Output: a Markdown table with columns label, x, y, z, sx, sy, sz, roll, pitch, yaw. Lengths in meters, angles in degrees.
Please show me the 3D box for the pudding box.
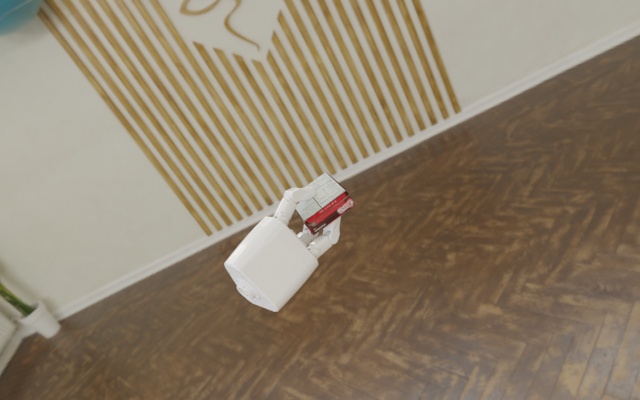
| label | x | y | z | sx | sy | sz | roll | pitch | yaw |
| --- | --- | --- | --- | --- | --- | --- | --- | --- | --- |
| pudding box | 0.000 | 0.003 | 0.829 | 0.090 | 0.039 | 0.113 | -35 | 29 | -3 |
